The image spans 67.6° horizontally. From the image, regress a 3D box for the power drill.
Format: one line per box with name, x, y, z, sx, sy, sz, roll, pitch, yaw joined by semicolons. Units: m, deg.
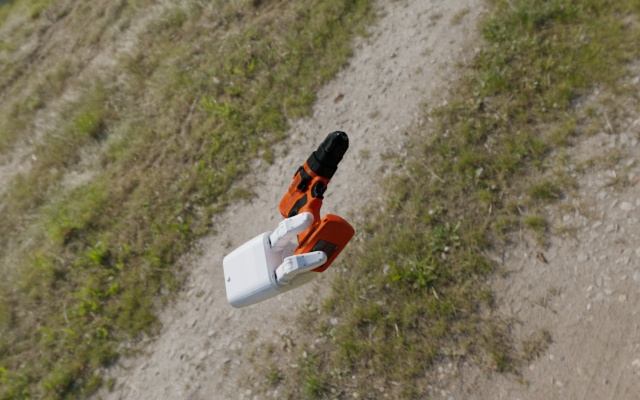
power drill;0.000;0.003;0.742;0.057;0.184;0.187;20;32;-23
